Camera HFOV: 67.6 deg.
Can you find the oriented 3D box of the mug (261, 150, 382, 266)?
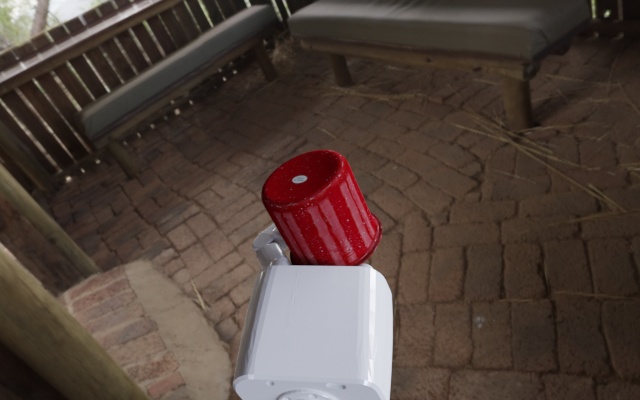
[{"bbox_3d":[0.000,0.000,0.439,0.093,0.081,0.117,-15,36,17],"label":"mug"}]
